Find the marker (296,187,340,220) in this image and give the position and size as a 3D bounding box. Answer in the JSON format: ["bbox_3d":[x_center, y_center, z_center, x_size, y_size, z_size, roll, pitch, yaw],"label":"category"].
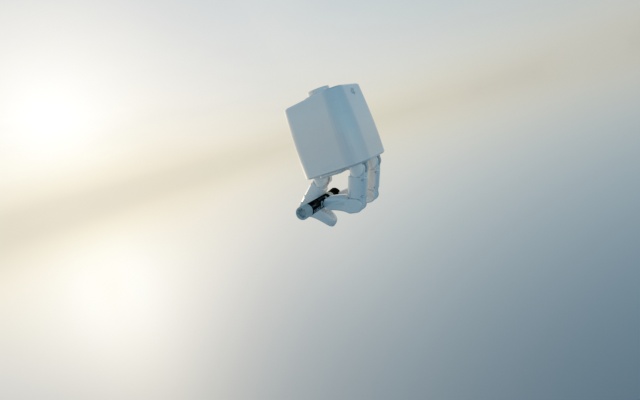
[{"bbox_3d":[0.000,0.002,0.675,0.020,0.020,0.121,0,14,25],"label":"marker"}]
